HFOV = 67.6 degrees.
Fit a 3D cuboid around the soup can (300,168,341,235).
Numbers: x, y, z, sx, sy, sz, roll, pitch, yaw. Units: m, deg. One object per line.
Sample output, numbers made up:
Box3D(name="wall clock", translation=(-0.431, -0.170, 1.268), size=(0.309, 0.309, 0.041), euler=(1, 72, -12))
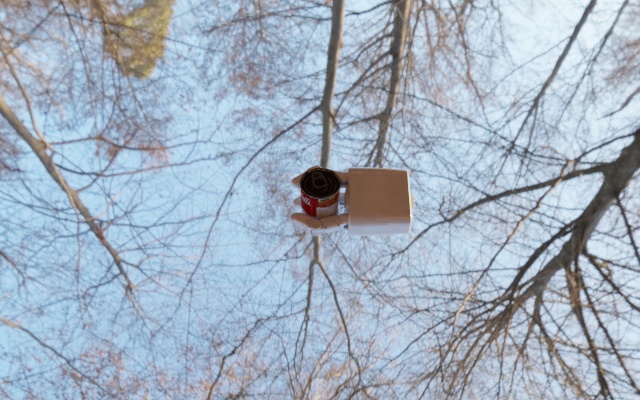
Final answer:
Box3D(name="soup can", translation=(0.000, 0.003, 0.821), size=(0.068, 0.068, 0.102), euler=(0, -40, 0))
